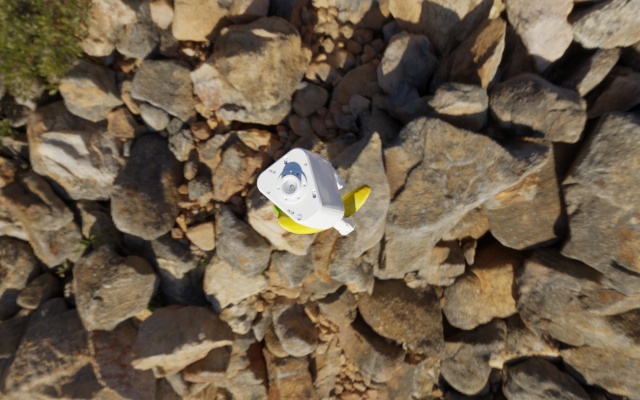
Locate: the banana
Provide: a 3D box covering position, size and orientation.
[{"bbox_3d":[-0.001,0.022,0.869,0.198,0.069,0.037,-12,-14,20],"label":"banana"}]
